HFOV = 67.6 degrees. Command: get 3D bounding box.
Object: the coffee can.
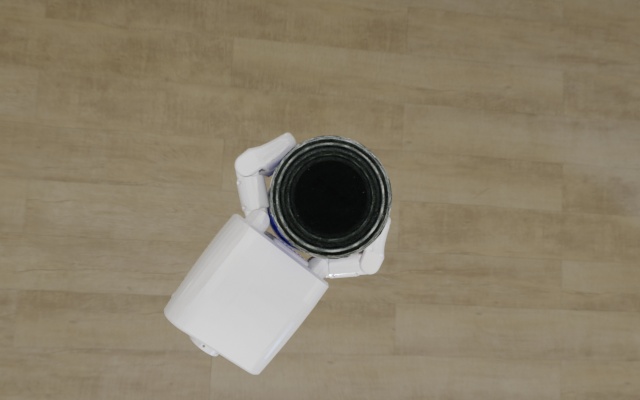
[{"bbox_3d":[0.000,0.001,0.459,0.103,0.103,0.140,0,-4,-7],"label":"coffee can"}]
